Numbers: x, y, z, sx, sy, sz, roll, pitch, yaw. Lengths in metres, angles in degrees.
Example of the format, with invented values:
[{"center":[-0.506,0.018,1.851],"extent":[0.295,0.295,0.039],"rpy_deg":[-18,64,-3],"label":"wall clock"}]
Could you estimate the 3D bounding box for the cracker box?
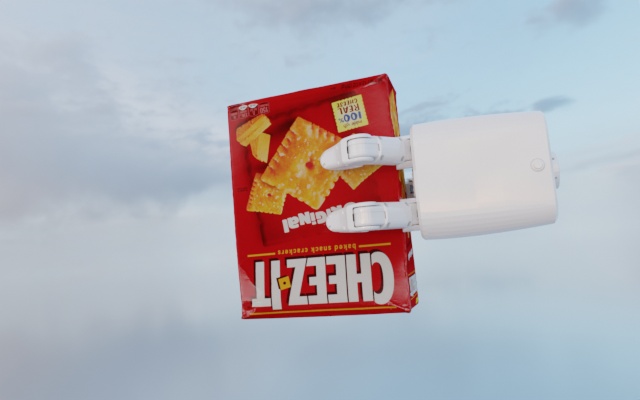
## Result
[{"center":[0.000,0.001,0.463],"extent":[0.164,0.213,0.072],"rpy_deg":[-7,-6,17],"label":"cracker box"}]
